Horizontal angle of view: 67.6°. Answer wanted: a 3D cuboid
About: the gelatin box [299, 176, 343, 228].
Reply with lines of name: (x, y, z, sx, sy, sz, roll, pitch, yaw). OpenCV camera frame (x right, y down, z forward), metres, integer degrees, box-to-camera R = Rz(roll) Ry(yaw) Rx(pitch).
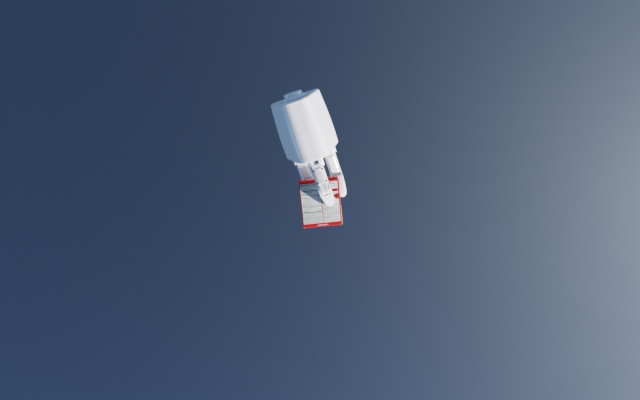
gelatin box: (0.000, 0.003, 0.880, 0.073, 0.089, 0.030, -6, 13, -1)
